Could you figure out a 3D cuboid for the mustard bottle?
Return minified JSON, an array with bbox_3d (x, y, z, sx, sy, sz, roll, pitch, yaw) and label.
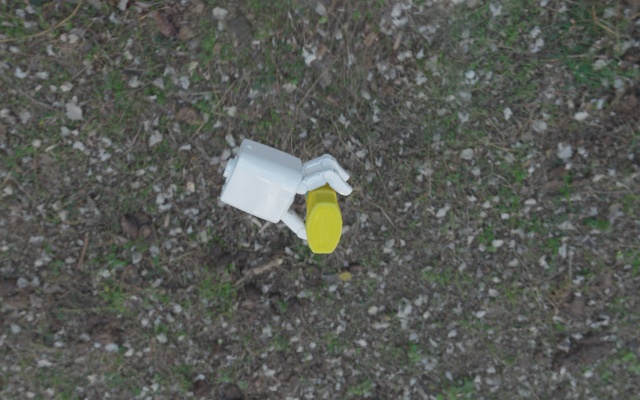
[{"bbox_3d":[0.000,0.003,0.830,0.058,0.096,0.191,0,27,-4],"label":"mustard bottle"}]
